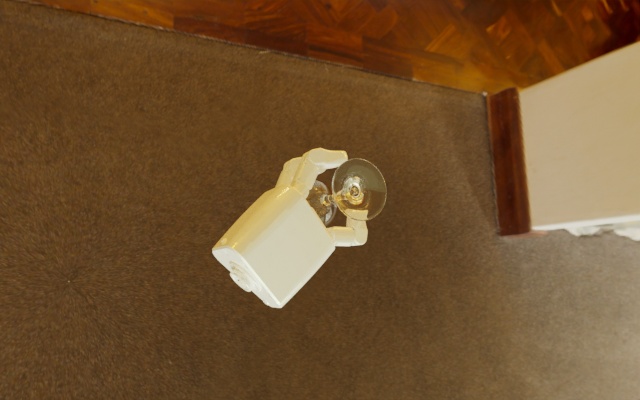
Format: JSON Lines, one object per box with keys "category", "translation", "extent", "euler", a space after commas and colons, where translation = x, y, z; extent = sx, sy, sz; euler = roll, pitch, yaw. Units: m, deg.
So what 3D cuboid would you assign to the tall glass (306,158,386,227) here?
{"category": "tall glass", "translation": [0.001, 0.002, 0.642], "extent": [0.079, 0.079, 0.201], "euler": [0, -8, -28]}
